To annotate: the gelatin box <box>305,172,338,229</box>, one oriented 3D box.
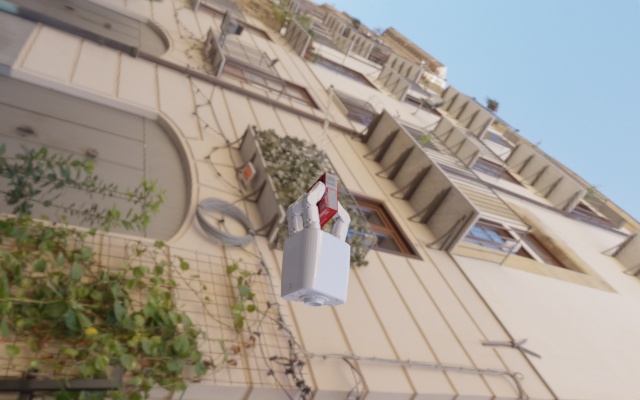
[{"bbox_3d":[0.001,0.003,0.887,0.030,0.089,0.073,22,-44,-25],"label":"gelatin box"}]
